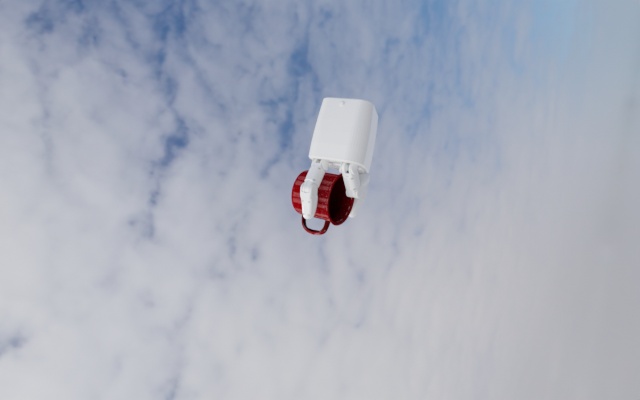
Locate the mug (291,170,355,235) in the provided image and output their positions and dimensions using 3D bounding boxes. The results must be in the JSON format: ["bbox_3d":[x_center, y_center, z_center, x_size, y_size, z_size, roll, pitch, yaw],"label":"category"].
[{"bbox_3d":[0.000,0.004,0.839,0.081,0.117,0.093,12,-5,31],"label":"mug"}]
